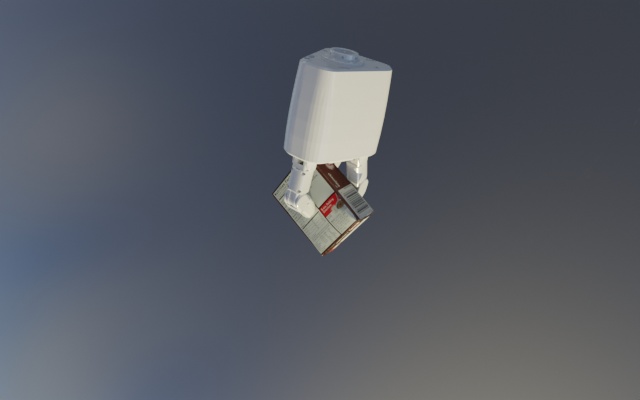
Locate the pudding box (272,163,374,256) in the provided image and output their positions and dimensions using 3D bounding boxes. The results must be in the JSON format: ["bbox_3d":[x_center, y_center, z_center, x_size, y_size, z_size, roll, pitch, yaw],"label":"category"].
[{"bbox_3d":[0.000,0.002,0.620,0.039,0.113,0.090,-26,-16,-48],"label":"pudding box"}]
